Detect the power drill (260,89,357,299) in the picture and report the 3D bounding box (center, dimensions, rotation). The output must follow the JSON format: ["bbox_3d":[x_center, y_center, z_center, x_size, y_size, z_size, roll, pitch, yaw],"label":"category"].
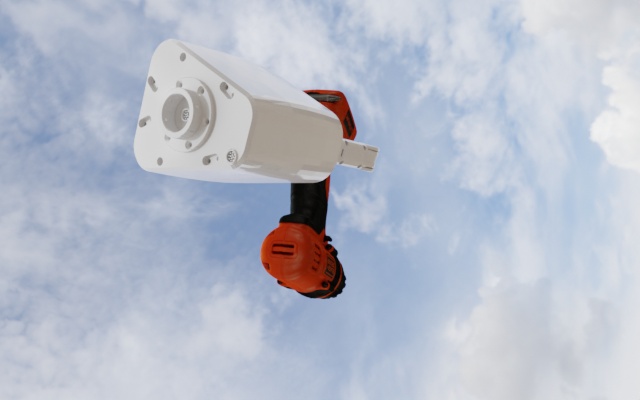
[{"bbox_3d":[0.000,0.001,0.473,0.057,0.187,0.184,1,-17,13],"label":"power drill"}]
